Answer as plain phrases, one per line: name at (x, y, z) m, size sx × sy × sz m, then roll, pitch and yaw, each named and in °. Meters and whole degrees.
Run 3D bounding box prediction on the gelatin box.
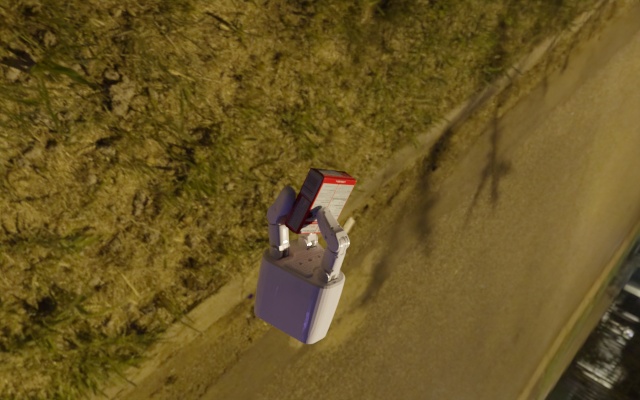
gelatin box at (0.001, 0.002, 0.639) m, size 0.030 × 0.089 × 0.073 m, roll 39°, pitch 22°, yaw 33°
